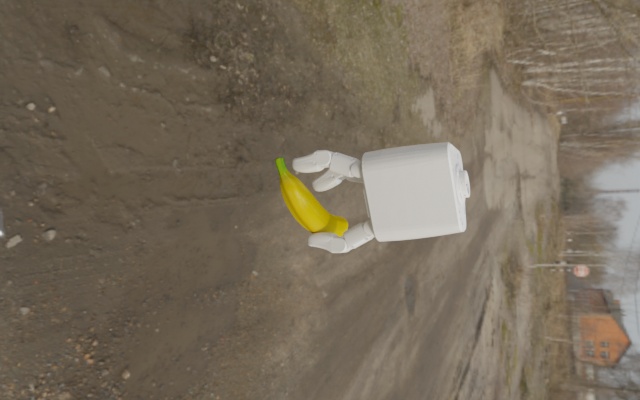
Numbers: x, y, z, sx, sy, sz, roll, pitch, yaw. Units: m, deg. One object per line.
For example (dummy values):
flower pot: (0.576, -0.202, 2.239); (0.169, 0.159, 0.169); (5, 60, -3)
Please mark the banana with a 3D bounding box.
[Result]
banana: (-0.003, 0.017, 0.661); (0.037, 0.069, 0.198); (-11, -33, 24)
